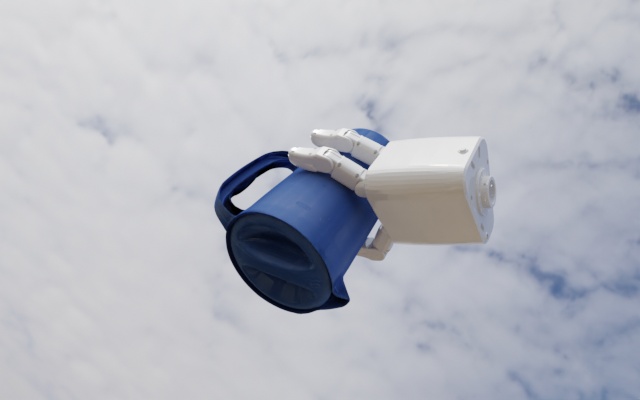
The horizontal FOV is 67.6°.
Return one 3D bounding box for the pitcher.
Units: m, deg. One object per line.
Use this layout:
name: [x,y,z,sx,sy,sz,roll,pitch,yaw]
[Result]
pitcher: [0.000,0.002,0.578,0.145,0.149,0.242,-1,31,35]
